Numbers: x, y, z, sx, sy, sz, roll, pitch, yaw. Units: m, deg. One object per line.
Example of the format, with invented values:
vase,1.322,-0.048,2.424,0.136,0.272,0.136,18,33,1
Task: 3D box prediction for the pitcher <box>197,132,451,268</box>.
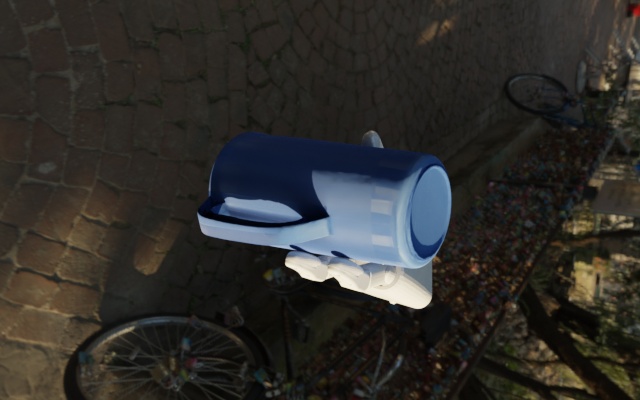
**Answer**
pitcher,0.000,0.002,0.503,0.243,0.149,0.145,8,-20,37
